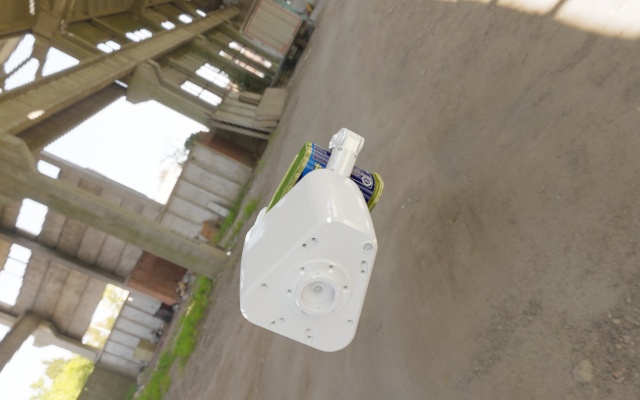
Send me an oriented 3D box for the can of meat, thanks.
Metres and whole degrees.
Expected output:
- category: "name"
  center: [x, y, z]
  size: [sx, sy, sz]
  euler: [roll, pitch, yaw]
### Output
- category: "can of meat"
  center: [0.000, 0.001, 0.484]
  size: [0.084, 0.102, 0.057]
  euler: [26, 19, -14]
